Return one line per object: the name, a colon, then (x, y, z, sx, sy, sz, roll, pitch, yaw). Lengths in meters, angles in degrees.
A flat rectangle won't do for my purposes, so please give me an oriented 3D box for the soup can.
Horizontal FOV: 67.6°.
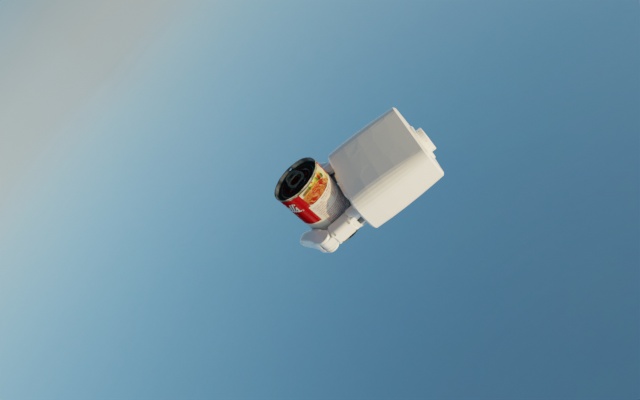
soup can: (0.000, 0.003, 0.613, 0.102, 0.068, 0.068, 42, -25, -31)
